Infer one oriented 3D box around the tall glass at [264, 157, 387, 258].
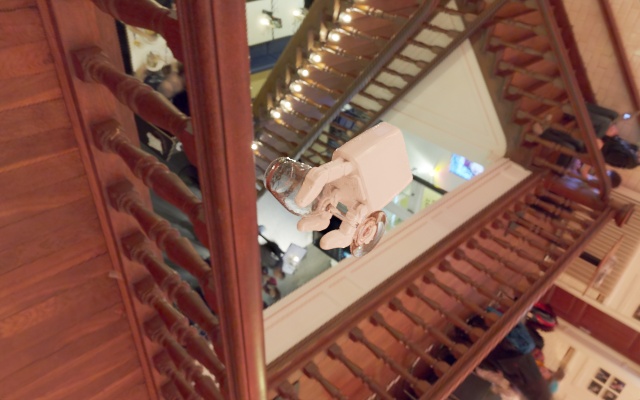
[{"bbox_3d":[0.000,0.003,0.714,0.201,0.079,0.079,33,20,35],"label":"tall glass"}]
